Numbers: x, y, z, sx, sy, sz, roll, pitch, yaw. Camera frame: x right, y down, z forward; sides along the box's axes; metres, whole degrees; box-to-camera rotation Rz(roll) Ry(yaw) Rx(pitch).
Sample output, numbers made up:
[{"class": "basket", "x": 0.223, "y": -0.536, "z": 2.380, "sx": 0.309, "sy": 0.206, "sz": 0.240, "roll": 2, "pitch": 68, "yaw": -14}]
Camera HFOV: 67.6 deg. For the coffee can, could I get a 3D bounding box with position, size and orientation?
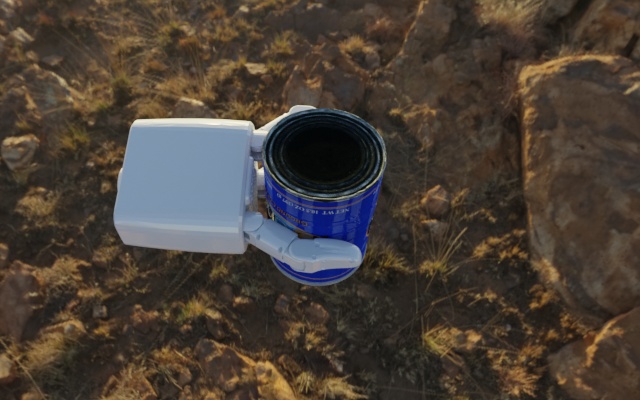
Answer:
[{"class": "coffee can", "x": 0.000, "y": 0.002, "z": 0.443, "sx": 0.103, "sy": 0.102, "sz": 0.140, "roll": 0, "pitch": -37, "yaw": -4}]
